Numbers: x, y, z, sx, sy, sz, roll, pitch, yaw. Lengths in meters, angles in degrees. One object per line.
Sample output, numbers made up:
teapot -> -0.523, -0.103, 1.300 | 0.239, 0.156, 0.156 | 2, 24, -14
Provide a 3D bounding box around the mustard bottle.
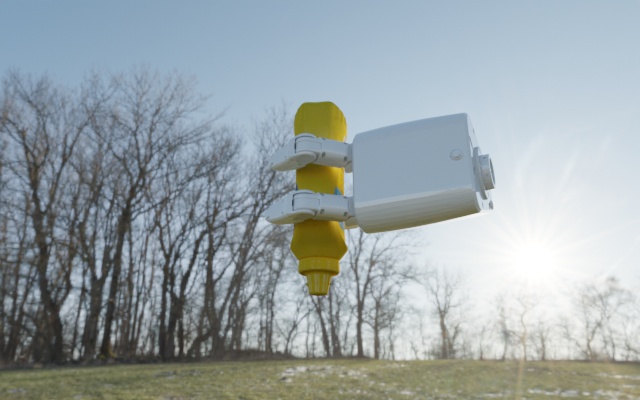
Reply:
mustard bottle -> 0.000, 0.001, 0.496 | 0.058, 0.191, 0.096 | -1, -20, 3
